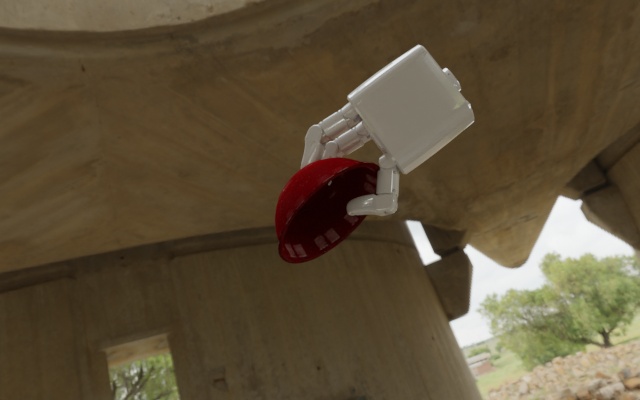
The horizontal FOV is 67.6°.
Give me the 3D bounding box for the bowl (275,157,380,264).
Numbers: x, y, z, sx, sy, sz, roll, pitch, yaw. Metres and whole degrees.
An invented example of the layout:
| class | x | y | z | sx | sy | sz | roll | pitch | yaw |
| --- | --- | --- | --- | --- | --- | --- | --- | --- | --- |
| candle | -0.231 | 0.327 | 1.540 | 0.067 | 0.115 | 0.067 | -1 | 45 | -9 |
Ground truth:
| class | x | y | z | sx | sy | sz | roll | pitch | yaw |
| --- | --- | --- | --- | --- | --- | --- | --- | --- | --- |
| bowl | -0.001 | 0.002 | 0.587 | 0.055 | 0.162 | 0.162 | 46 | 25 | 27 |
